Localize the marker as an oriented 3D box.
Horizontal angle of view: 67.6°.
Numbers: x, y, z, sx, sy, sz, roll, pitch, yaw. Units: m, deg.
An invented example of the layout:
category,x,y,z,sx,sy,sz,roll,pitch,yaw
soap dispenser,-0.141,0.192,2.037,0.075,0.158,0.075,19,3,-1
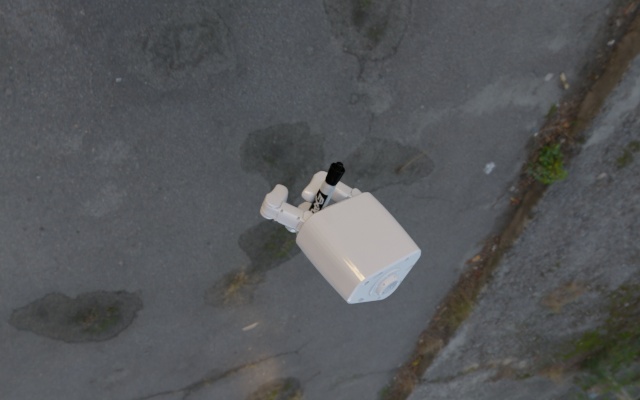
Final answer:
category,x,y,z,sx,sy,sz,roll,pitch,yaw
marker,0.000,0.002,0.589,0.020,0.121,0.020,18,35,-13
